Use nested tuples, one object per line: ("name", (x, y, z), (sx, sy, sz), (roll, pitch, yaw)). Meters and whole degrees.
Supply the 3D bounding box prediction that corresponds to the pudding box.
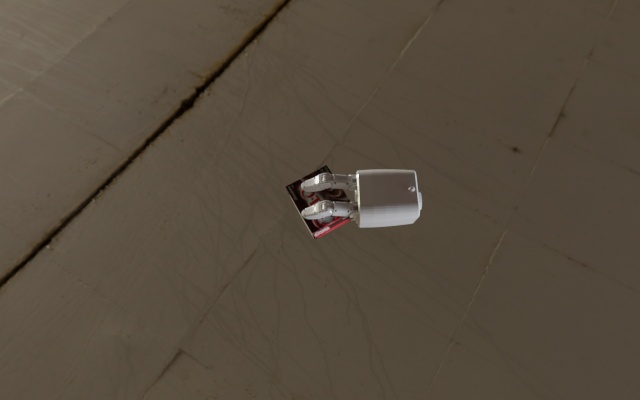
("pudding box", (0.000, 0.003, 0.883), (0.090, 0.113, 0.039), (-28, -27, -8))
